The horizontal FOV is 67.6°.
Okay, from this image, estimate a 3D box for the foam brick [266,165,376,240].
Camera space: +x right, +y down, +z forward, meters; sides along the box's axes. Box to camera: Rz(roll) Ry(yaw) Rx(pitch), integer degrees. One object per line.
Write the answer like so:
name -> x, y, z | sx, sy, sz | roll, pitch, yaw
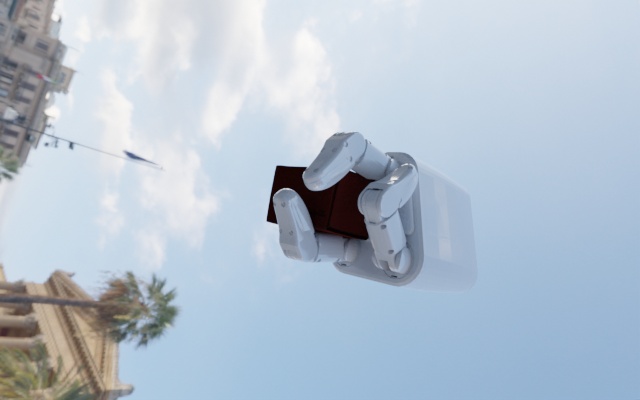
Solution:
foam brick -> 0.000, 0.001, 0.408 | 0.078, 0.053, 0.051 | 6, -7, 45
